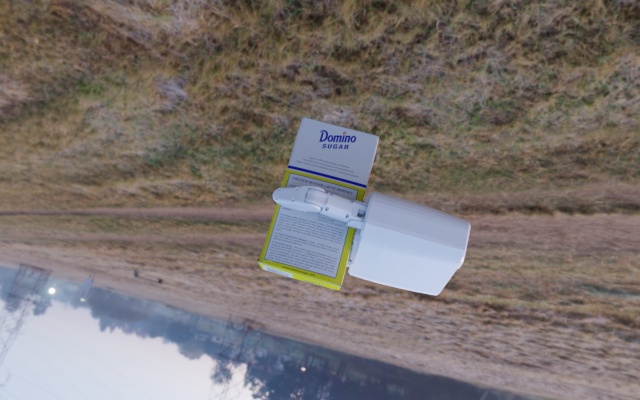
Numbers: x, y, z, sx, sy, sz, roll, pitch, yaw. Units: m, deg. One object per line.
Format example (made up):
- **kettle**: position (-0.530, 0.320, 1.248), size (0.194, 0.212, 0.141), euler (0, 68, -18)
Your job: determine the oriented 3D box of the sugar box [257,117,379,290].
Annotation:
- **sugar box**: position (0.000, 0.002, 0.536), size (0.093, 0.176, 0.048), euler (16, -18, 4)
